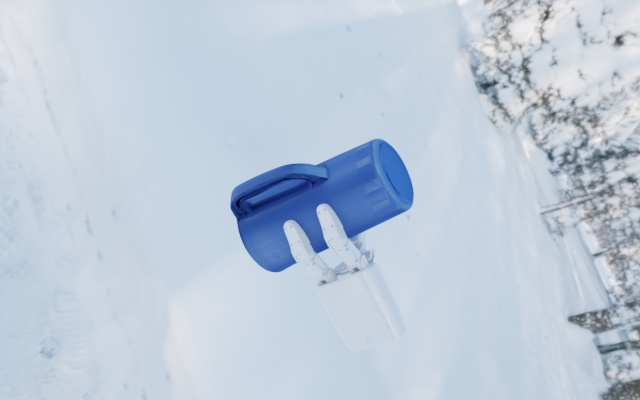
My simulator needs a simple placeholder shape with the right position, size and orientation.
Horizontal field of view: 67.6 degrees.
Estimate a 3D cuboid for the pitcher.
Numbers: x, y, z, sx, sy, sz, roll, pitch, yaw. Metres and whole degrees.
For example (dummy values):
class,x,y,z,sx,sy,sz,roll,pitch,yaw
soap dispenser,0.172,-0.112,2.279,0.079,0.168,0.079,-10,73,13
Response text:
class,x,y,z,sx,sy,sz,roll,pitch,yaw
pitcher,0.000,0.002,0.690,0.243,0.145,0.149,-25,2,27
